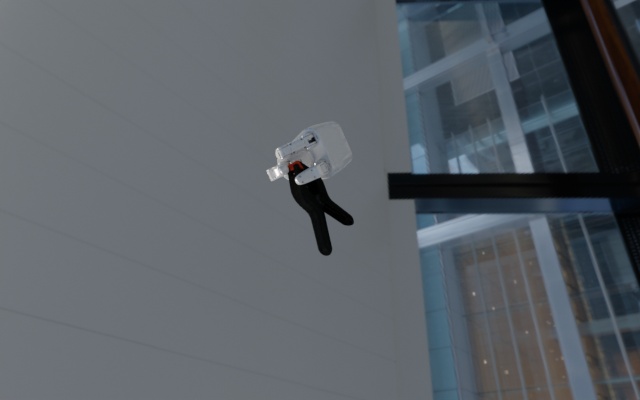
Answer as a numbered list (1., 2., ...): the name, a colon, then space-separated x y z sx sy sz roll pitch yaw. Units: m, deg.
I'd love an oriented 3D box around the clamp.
1. clamp: 0.000 0.003 0.860 0.039 0.171 0.120 -22 7 30
